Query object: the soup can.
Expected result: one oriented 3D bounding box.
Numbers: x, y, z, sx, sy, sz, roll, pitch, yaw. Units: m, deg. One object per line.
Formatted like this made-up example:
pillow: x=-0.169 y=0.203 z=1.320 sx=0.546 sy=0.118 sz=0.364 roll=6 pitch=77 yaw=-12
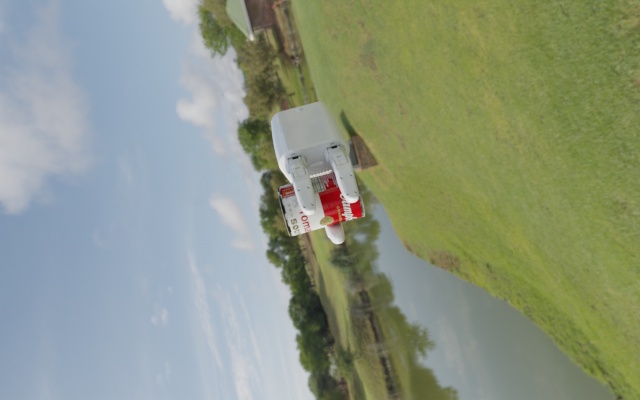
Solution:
soup can: x=0.000 y=0.003 z=0.629 sx=0.102 sy=0.068 sz=0.068 roll=-15 pitch=1 yaw=-3
